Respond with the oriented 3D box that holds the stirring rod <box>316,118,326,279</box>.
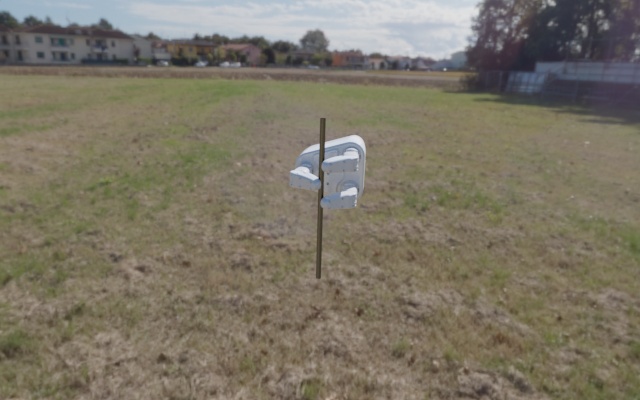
[{"bbox_3d":[0.000,0.002,0.692,0.011,0.239,0.011,2,17,0],"label":"stirring rod"}]
